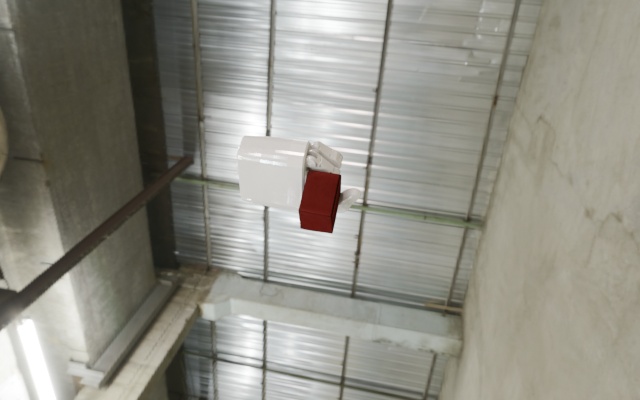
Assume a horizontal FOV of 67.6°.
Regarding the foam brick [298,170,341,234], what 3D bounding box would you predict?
[{"bbox_3d":[0.000,0.003,0.718,0.051,0.078,0.053,8,-33,6],"label":"foam brick"}]
